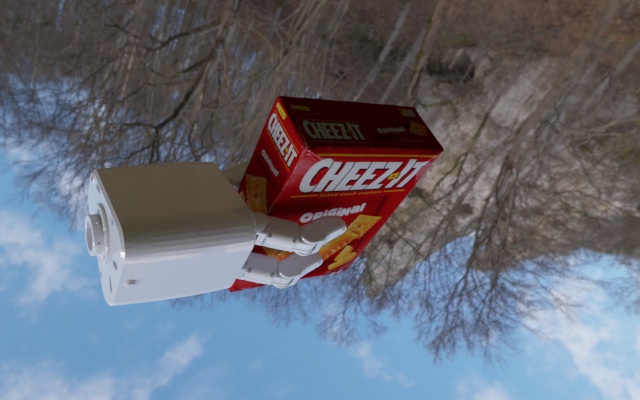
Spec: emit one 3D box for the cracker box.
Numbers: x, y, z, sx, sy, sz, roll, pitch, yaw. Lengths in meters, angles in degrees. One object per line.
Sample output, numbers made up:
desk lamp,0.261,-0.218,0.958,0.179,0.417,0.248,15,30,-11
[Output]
cracker box,0.000,0.002,0.492,0.164,0.072,0.214,-4,-37,-35
